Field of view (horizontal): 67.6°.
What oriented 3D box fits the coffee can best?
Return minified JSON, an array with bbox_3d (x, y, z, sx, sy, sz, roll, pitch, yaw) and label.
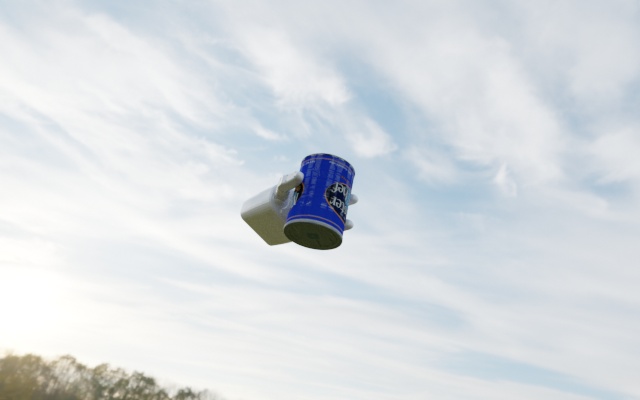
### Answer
[{"bbox_3d":[0.000,0.003,0.841,0.103,0.140,0.103,10,-29,6],"label":"coffee can"}]
